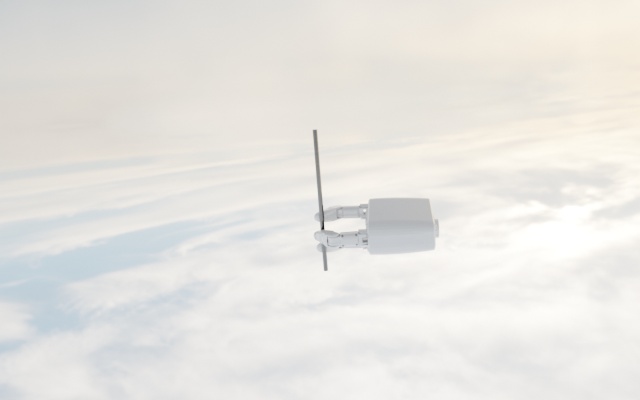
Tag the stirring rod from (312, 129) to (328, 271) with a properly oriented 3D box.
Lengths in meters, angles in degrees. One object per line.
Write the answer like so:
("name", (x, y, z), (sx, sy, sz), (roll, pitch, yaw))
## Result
("stirring rod", (0.000, 0.003, 0.797), (0.011, 0.239, 0.011), (-4, 11, 1))
